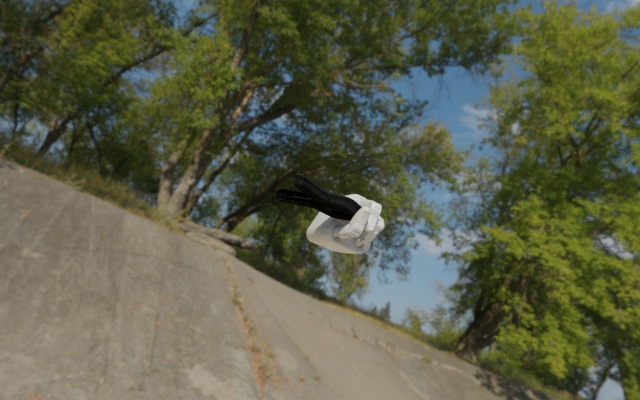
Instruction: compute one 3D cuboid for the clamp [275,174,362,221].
[{"bbox_3d":[0.001,0.002,0.890,0.171,0.039,0.120,27,-17,-24],"label":"clamp"}]
